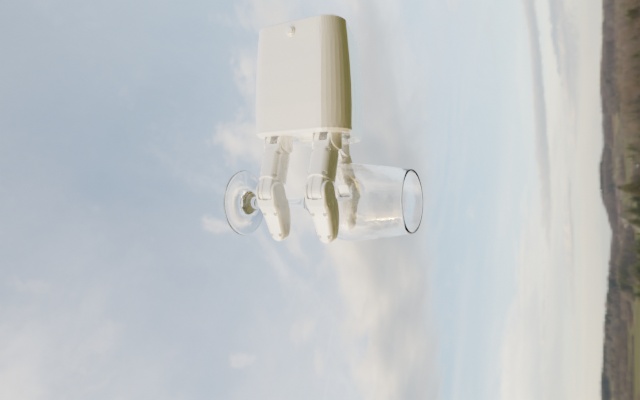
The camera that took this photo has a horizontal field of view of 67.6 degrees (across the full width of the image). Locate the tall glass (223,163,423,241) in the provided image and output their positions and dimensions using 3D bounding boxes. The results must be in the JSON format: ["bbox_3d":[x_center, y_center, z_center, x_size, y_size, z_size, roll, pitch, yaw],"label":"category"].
[{"bbox_3d":[0.000,0.002,0.496,0.201,0.079,0.079,0,0,30],"label":"tall glass"}]
